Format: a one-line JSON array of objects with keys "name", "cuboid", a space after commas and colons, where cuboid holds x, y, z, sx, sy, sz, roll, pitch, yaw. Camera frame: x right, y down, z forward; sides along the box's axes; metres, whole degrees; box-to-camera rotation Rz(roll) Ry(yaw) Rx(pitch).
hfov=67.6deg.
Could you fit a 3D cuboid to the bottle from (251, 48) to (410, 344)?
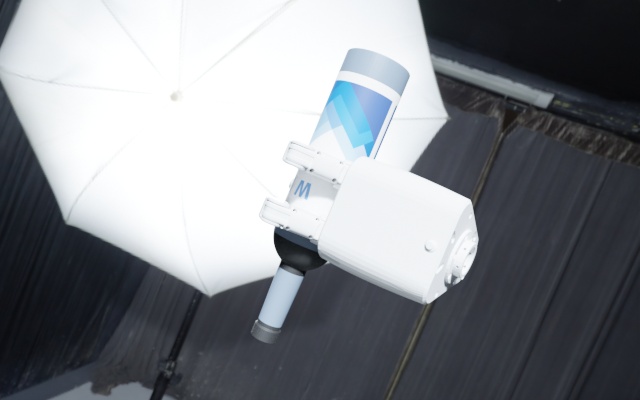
[{"name": "bottle", "cuboid": [0.000, 0.001, 0.472, 0.069, 0.296, 0.069, 23, 2, -1]}]
